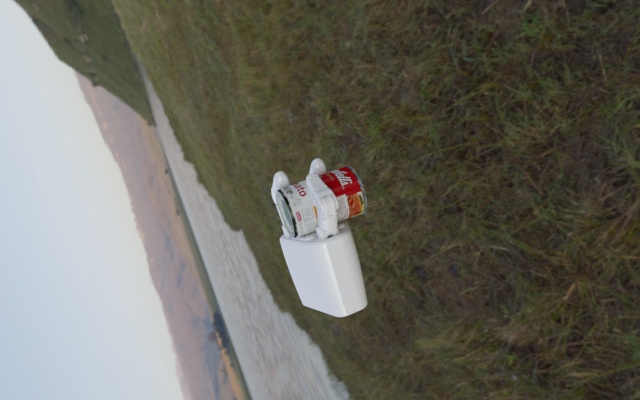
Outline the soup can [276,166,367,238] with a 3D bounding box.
[{"bbox_3d":[0.000,0.002,0.626,0.102,0.068,0.068,-19,5,-15],"label":"soup can"}]
